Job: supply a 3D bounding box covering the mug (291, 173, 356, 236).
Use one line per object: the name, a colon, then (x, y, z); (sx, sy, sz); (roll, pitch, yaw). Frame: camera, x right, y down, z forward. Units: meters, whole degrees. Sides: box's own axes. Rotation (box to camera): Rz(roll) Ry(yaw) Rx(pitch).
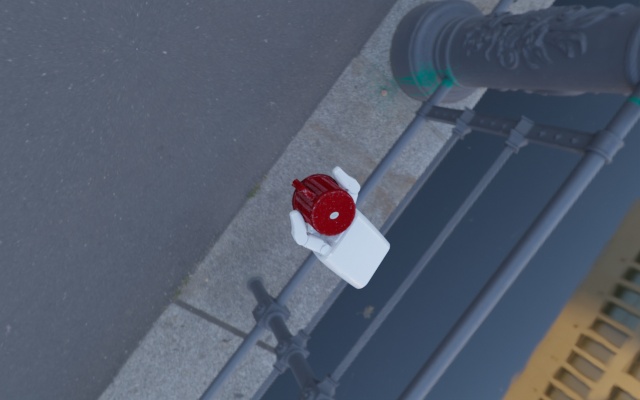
mug: (-0.001, 0.002, 0.799); (0.117, 0.093, 0.081); (41, 0, -28)
